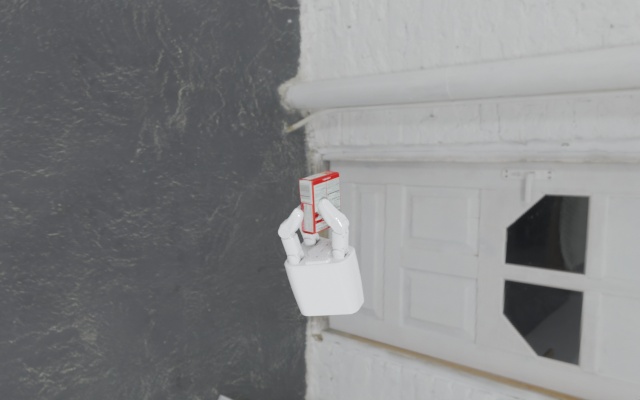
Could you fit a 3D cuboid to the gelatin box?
[{"bbox_3d":[0.000,0.002,0.768,0.030,0.089,0.073,9,19,37],"label":"gelatin box"}]
